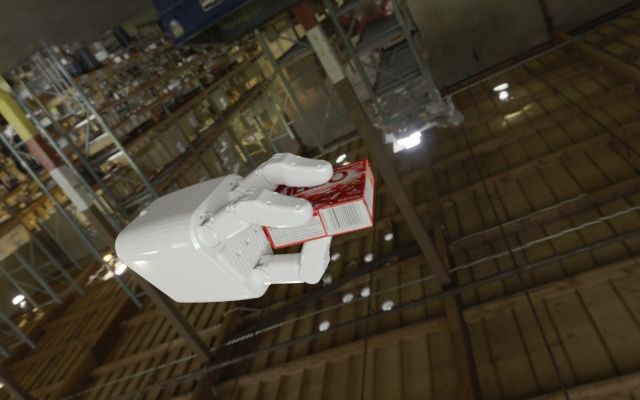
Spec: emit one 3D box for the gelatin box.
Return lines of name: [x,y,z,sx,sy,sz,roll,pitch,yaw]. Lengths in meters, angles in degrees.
gelatin box: [0.001,0.002,0.408,0.089,0.030,0.073,-14,26,15]
